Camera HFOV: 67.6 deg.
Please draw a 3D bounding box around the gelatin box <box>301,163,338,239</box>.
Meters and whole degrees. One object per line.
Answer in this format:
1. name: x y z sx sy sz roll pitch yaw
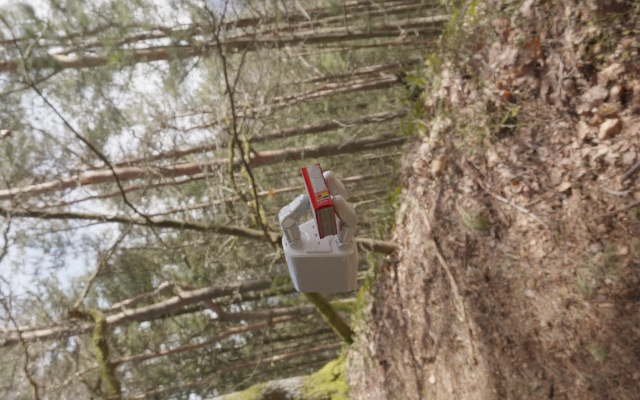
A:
1. gelatin box: 0.000 0.002 0.683 0.030 0.073 0.089 -16 -32 -3
